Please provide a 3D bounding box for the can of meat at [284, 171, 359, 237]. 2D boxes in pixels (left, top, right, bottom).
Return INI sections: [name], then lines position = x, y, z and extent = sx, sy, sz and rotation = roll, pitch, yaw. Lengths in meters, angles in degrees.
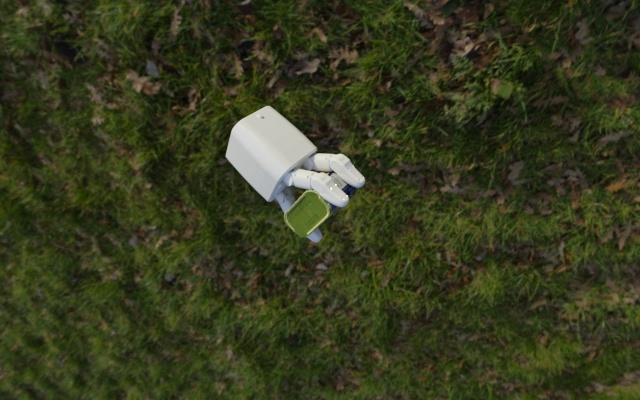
[can of meat]
position = 0.000, 0.003, 0.743
extent = 0.084, 0.057, 0.102
rotation = -41, -3, -45
